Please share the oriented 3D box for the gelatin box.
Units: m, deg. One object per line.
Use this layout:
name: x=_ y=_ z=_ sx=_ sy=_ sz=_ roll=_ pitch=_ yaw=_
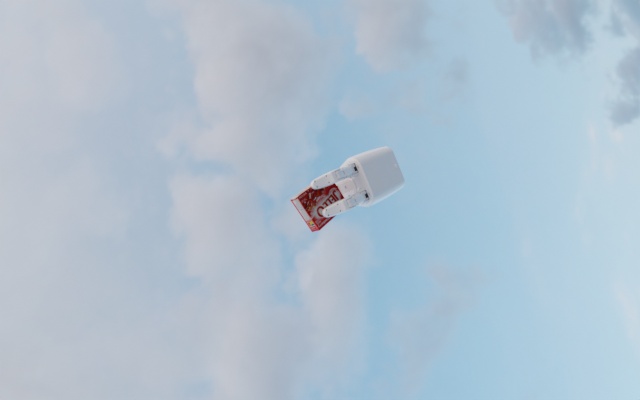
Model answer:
gelatin box: x=0.000 y=0.003 z=0.873 sx=0.089 sy=0.073 sz=0.030 roll=-39 pitch=11 yaw=-33
